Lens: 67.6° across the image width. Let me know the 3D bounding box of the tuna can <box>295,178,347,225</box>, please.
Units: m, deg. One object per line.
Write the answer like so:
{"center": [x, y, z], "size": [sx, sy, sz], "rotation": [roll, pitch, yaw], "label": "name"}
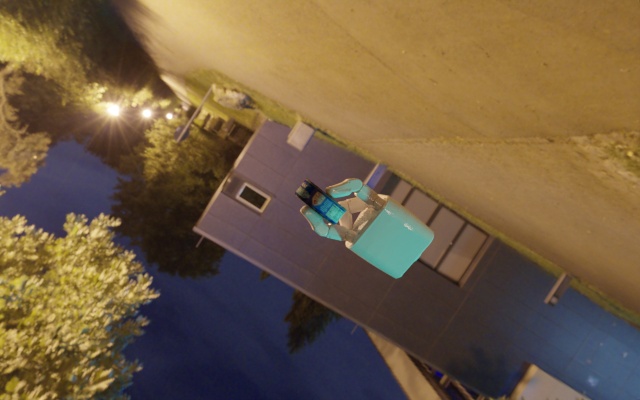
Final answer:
{"center": [0.000, 0.003, 0.781], "size": [0.086, 0.034, 0.086], "rotation": [38, 0, 0], "label": "tuna can"}
